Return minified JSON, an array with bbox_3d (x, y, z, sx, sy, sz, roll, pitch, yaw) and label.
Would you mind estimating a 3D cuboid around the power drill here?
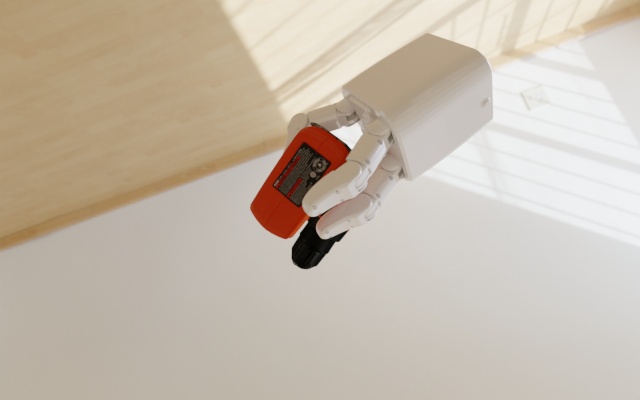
[{"bbox_3d":[0.000,0.001,0.515,0.057,0.184,0.187,36,8,17],"label":"power drill"}]
